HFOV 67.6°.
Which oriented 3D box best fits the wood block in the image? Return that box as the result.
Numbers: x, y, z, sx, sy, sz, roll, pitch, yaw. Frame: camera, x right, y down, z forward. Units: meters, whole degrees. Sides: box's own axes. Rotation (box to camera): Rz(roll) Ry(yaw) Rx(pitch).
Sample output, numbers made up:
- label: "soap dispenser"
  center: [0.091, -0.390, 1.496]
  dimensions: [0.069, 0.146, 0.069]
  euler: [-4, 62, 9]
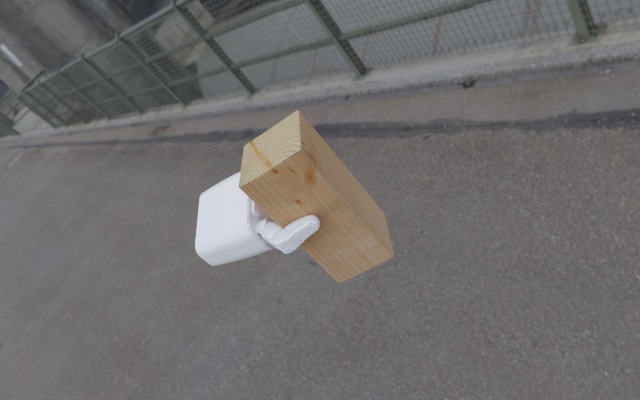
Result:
- label: "wood block"
  center: [0.000, 0.002, 0.610]
  dimensions: [0.090, 0.090, 0.206]
  euler: [-30, -55, 20]
